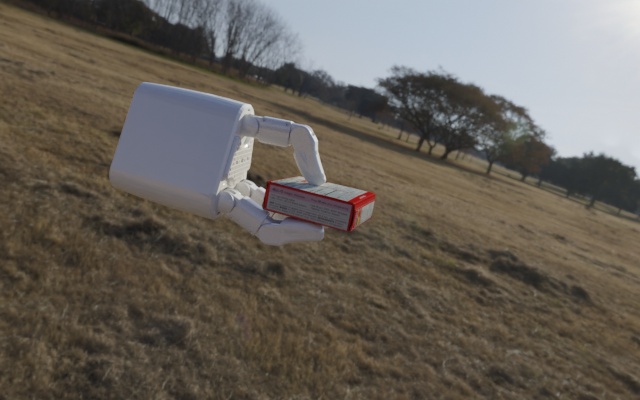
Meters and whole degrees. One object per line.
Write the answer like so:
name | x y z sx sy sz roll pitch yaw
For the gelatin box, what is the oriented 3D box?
gelatin box | 0.000 0.001 0.458 0.089 0.030 0.073 13 12 18
